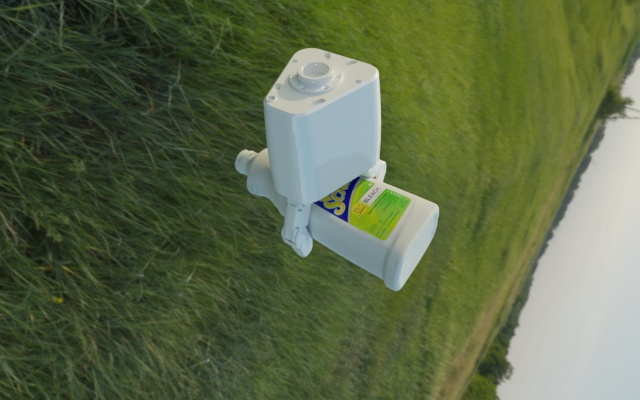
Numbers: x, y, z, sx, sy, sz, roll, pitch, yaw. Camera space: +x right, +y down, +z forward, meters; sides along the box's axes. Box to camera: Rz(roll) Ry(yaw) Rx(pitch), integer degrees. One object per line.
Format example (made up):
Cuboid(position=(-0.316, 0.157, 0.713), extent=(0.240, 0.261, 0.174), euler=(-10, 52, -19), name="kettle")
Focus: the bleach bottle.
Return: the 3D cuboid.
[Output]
Cuboid(position=(0.000, 0.002, 0.548), extent=(0.251, 0.068, 0.102), euler=(24, 54, 24), name="bleach bottle")
